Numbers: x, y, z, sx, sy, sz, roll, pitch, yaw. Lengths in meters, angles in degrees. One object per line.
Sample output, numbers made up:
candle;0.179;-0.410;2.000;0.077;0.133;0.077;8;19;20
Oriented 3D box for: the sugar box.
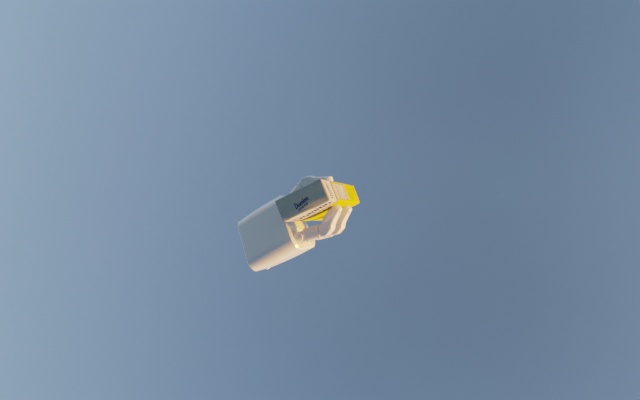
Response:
sugar box;0.000;0.003;0.861;0.093;0.048;0.176;-26;-8;19
